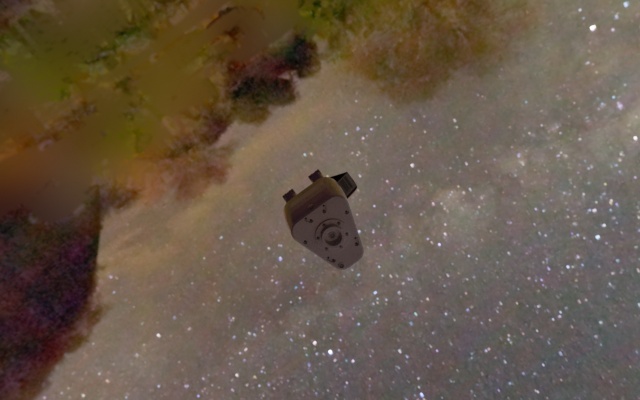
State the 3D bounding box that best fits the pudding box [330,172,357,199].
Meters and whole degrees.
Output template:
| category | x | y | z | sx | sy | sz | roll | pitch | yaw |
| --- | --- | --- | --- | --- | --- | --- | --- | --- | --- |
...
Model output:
| category | x | y | z | sx | sy | sz | roll | pitch | yaw |
| --- | --- | --- | --- | --- | --- | --- | --- | --- | --- |
| pudding box | 0.000 | 0.003 | 0.840 | 0.113 | 0.039 | 0.090 | -43 | 15 | -25 |
